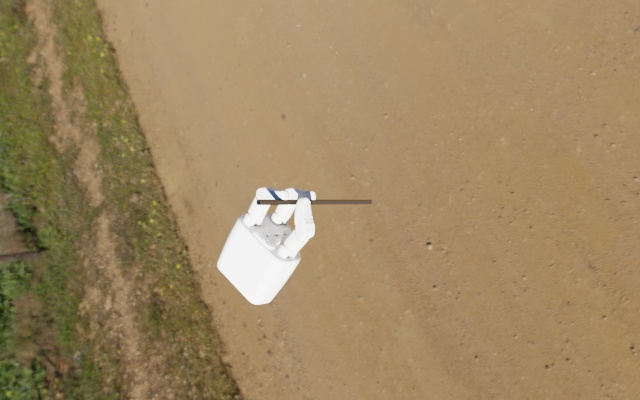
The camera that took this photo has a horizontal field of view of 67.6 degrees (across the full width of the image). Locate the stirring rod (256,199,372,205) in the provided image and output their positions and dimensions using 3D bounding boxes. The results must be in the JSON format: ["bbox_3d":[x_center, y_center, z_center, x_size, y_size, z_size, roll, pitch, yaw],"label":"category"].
[{"bbox_3d":[0.000,0.003,0.741,0.239,0.011,0.011,0,0,-44],"label":"stirring rod"}]
